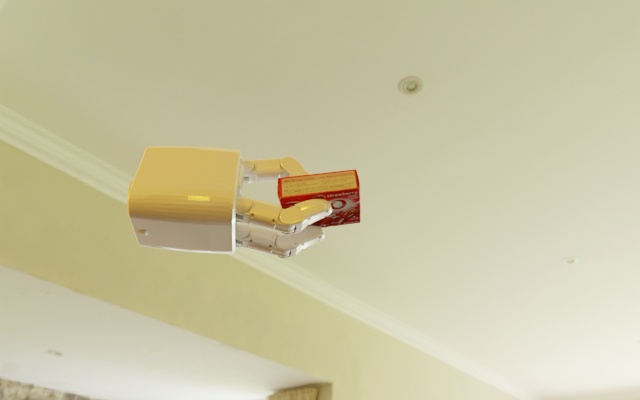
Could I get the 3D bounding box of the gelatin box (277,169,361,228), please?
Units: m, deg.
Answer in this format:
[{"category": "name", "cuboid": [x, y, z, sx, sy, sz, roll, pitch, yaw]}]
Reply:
[{"category": "gelatin box", "cuboid": [0.000, 0.001, 0.540, 0.089, 0.030, 0.073, -7, -33, 1]}]
